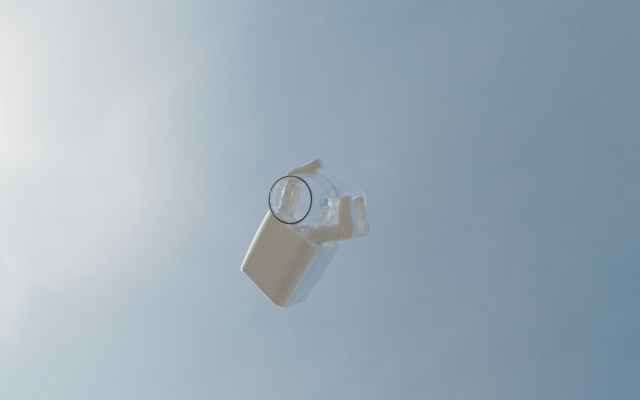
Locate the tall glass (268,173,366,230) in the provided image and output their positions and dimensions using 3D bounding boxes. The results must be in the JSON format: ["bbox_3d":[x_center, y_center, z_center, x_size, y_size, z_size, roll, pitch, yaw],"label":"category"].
[{"bbox_3d":[0.000,0.002,0.689,0.079,0.079,0.201,0,-2,23],"label":"tall glass"}]
